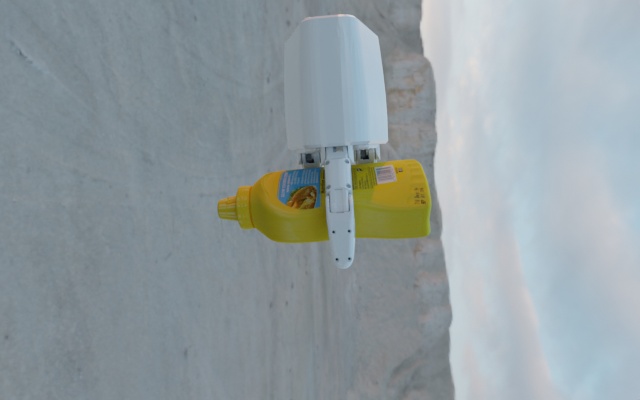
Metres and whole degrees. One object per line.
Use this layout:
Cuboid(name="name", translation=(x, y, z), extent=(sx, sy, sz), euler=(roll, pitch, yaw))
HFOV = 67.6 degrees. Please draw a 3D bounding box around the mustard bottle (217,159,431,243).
Cuboid(name="mustard bottle", translation=(0.000, 0.002, 0.444), extent=(0.191, 0.058, 0.096), euler=(-4, 31, 3))
